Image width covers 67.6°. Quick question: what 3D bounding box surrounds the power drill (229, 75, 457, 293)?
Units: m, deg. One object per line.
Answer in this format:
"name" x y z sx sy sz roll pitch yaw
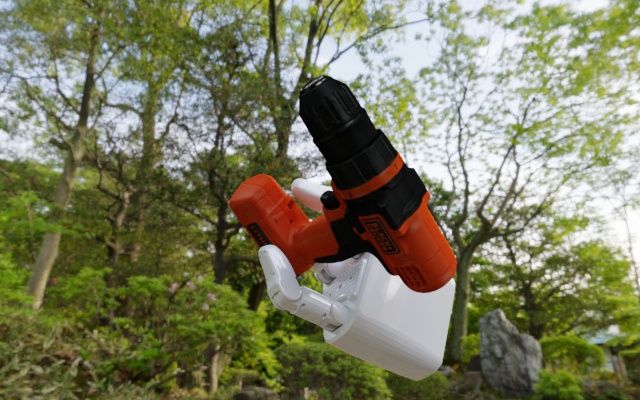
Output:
"power drill" 0.000 0.002 0.402 0.187 0.184 0.057 -11 27 51
